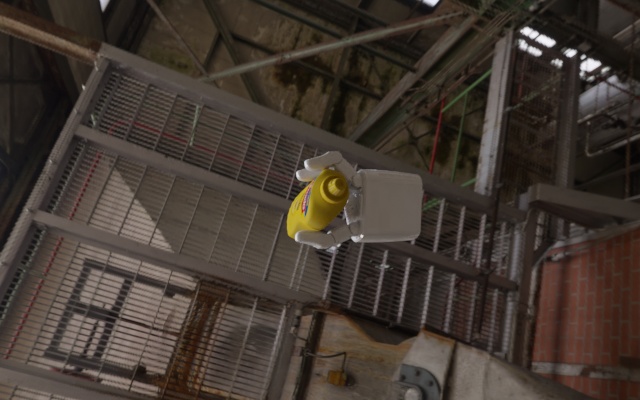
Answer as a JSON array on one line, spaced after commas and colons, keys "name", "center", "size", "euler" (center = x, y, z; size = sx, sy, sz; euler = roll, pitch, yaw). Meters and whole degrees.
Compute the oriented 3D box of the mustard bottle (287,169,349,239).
[{"name": "mustard bottle", "center": [0.000, 0.002, 0.753], "size": [0.058, 0.096, 0.192], "euler": [26, -22, -10]}]
